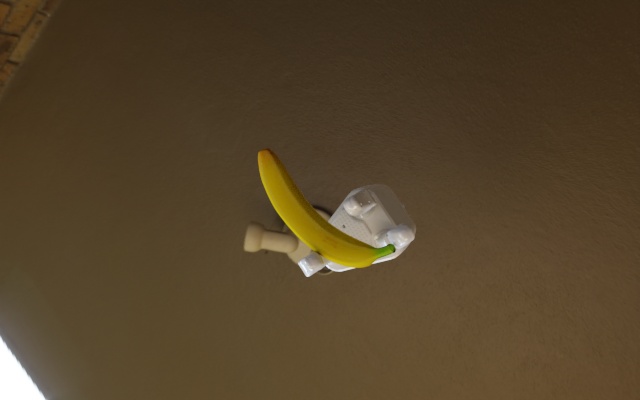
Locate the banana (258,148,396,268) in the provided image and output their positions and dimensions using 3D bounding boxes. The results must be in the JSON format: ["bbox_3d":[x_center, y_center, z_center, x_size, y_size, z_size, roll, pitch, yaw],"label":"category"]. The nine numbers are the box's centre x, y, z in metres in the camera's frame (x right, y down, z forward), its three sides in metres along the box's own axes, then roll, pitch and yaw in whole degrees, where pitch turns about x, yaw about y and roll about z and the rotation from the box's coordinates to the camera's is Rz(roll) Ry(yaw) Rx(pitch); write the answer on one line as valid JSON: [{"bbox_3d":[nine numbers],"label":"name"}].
[{"bbox_3d":[-0.006,0.019,0.554,0.197,0.070,0.037,37,21,15],"label":"banana"}]
